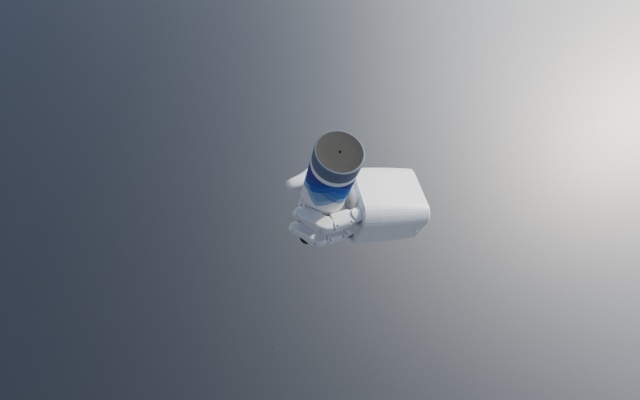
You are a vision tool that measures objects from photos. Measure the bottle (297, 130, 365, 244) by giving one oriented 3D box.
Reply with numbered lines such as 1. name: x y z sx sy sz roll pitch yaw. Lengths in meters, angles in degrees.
1. bottle: 0.000 0.002 0.734 0.069 0.069 0.296 0 -26 -11
